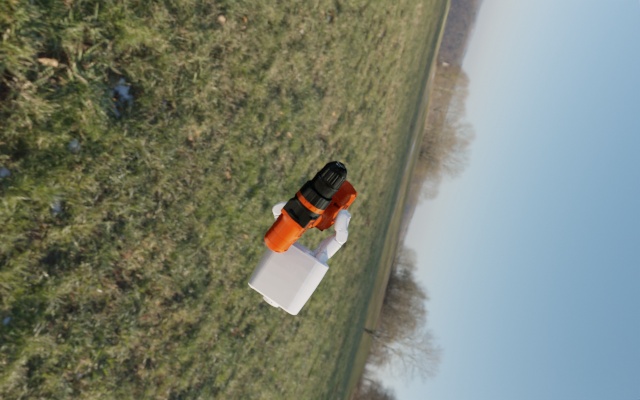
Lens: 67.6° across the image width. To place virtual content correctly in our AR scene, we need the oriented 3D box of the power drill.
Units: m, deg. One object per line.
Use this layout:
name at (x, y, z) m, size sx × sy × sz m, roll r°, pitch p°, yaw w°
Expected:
power drill at (0.000, 0.003, 0.822) m, size 0.184 × 0.057 × 0.187 m, roll -47°, pitch -12°, yaw 19°
